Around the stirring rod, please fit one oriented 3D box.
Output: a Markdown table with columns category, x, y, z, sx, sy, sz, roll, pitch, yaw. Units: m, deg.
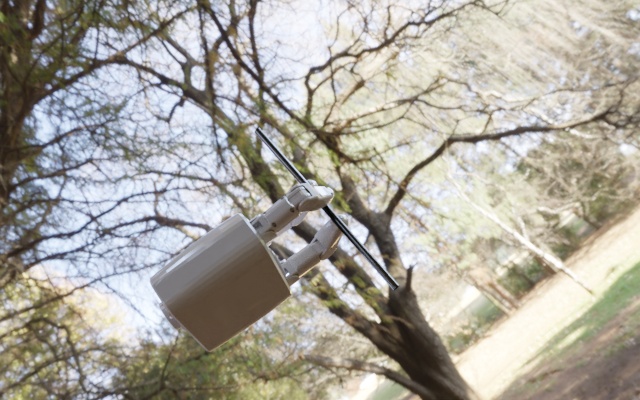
| category | x | y | z | sx | sy | sz | roll | pitch | yaw |
| --- | --- | --- | --- | --- | --- | --- | --- | --- | --- |
| stirring rod | 0.000 | 0.002 | 0.508 | 0.239 | 0.011 | 0.011 | 48 | 23 | 23 |
